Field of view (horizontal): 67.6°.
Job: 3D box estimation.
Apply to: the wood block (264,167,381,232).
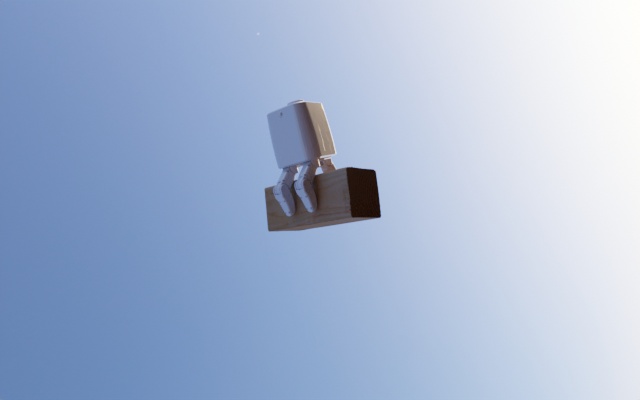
[{"bbox_3d":[0.000,0.003,0.895,0.206,0.090,0.091,-12,-8,41],"label":"wood block"}]
